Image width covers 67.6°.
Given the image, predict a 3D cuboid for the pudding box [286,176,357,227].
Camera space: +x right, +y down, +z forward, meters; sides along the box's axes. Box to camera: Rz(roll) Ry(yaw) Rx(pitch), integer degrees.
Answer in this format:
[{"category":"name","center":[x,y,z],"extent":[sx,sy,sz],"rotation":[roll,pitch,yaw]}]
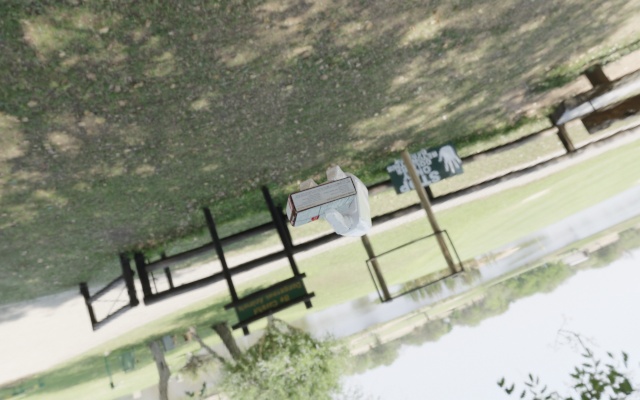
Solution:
[{"category":"pudding box","center":[0.000,0.003,0.823],"extent":[0.113,0.039,0.090],"rotation":[-19,-16,-13]}]
